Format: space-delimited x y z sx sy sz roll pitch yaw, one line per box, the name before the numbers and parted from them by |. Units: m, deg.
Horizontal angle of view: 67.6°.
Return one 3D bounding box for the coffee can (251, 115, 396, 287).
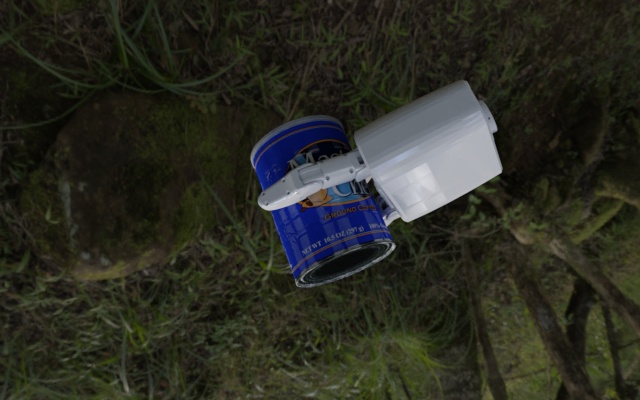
coffee can | 0.000 0.001 0.478 0.103 0.140 0.103 -19 -20 -7
